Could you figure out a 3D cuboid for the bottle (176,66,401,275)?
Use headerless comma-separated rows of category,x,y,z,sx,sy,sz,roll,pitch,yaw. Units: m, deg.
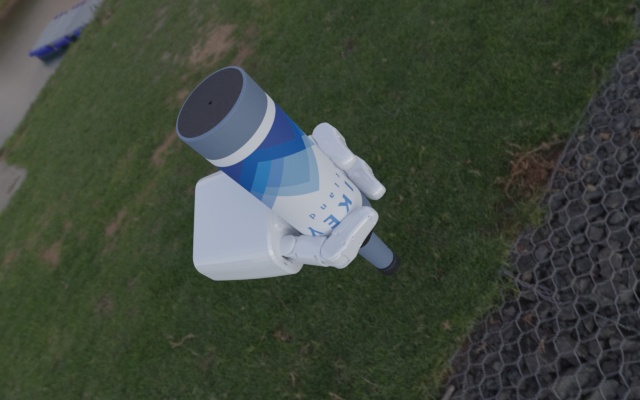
bottle,0.000,0.001,0.440,0.069,0.069,0.296,0,-29,38
